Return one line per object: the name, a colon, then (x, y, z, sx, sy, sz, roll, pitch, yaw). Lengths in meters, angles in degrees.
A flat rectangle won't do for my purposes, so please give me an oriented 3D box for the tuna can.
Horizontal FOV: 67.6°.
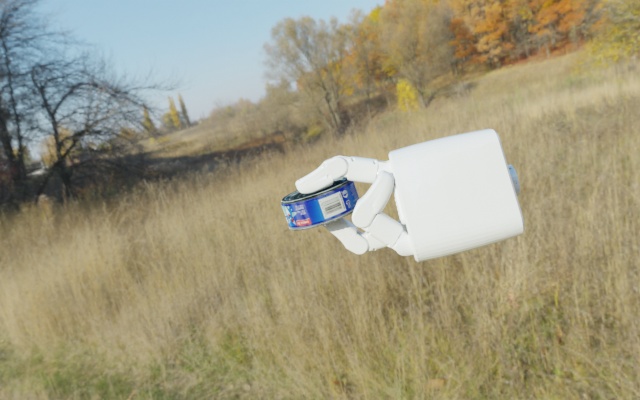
tuna can: (0.000, 0.001, 0.531, 0.086, 0.034, 0.086, -19, 10, 3)
